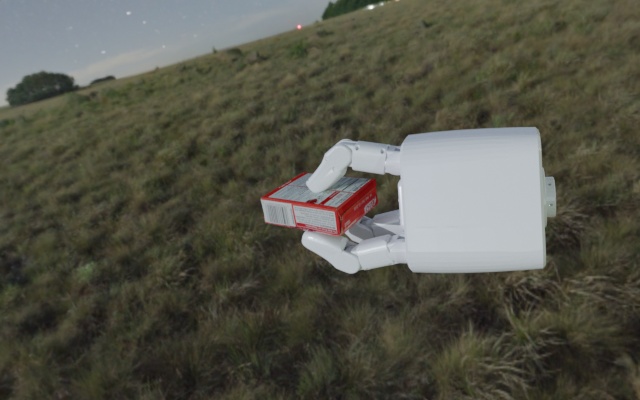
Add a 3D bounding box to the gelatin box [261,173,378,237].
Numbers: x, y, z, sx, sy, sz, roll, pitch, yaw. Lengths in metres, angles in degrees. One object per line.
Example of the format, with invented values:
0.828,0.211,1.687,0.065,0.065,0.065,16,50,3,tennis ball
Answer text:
0.000,0.001,0.459,0.089,0.030,0.073,8,27,32,gelatin box
